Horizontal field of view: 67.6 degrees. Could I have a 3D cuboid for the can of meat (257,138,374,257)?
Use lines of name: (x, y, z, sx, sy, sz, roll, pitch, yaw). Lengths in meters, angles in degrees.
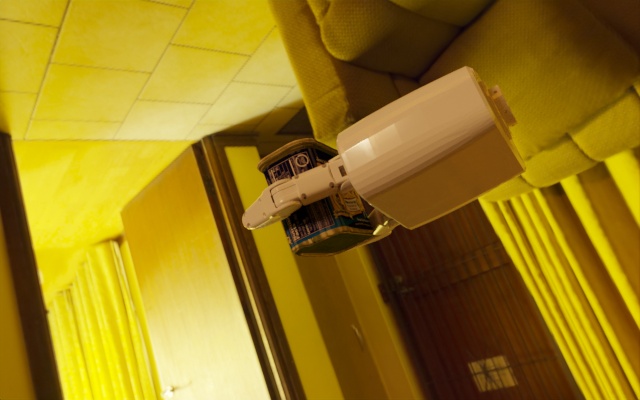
can of meat: (0.000, 0.002, 0.422, 0.057, 0.084, 0.102, -27, -16, 21)
